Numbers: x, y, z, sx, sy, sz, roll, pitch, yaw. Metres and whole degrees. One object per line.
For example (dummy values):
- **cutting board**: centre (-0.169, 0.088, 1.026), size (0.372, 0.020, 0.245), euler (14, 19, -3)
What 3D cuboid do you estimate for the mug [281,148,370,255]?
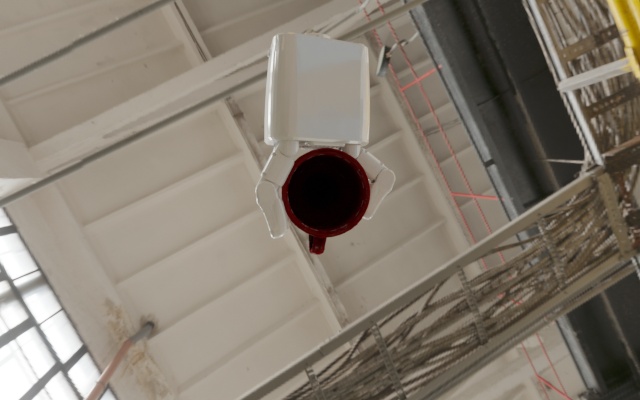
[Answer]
- **mug**: centre (0.000, 0.003, 0.533), size (0.093, 0.117, 0.081), euler (2, 3, -8)
